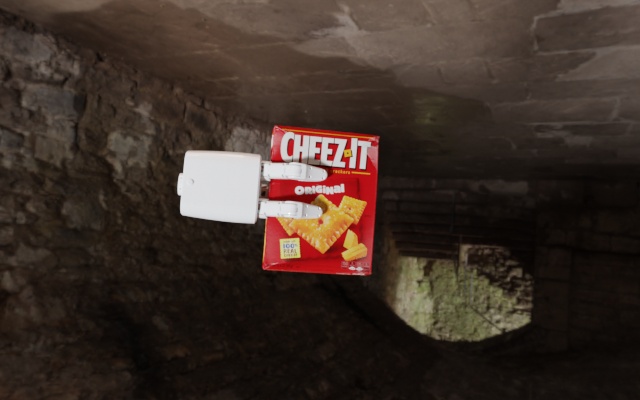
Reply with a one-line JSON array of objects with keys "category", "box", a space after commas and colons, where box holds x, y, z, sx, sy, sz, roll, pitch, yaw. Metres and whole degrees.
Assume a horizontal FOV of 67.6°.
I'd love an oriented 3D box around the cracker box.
[{"category": "cracker box", "box": [0.000, 0.003, 0.729, 0.164, 0.213, 0.072, 5, -4, -8]}]
